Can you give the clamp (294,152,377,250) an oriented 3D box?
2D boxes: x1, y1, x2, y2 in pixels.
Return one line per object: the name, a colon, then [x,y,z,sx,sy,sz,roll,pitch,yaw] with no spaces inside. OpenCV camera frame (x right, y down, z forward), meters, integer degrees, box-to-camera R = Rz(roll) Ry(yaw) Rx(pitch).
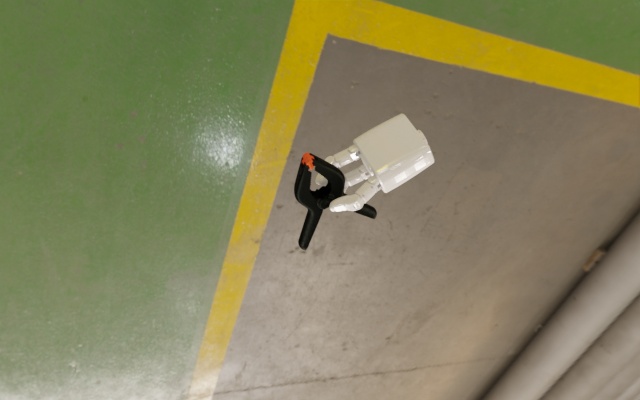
clamp: [0.000,0.003,0.873,0.164,0.210,0.036,-30,43,3]
